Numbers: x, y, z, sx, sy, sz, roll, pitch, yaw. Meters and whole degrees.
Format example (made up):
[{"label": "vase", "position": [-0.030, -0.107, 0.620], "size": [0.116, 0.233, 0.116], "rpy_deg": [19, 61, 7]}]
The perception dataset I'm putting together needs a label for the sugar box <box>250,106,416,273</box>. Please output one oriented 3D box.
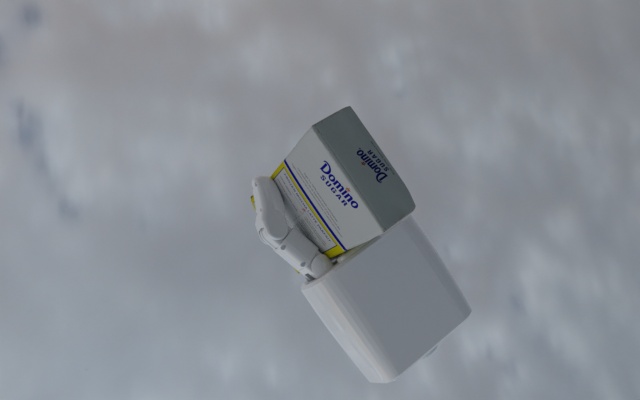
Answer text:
[{"label": "sugar box", "position": [0.001, 0.001, 0.415], "size": [0.048, 0.093, 0.176], "rpy_deg": [-33, -2, -31]}]
